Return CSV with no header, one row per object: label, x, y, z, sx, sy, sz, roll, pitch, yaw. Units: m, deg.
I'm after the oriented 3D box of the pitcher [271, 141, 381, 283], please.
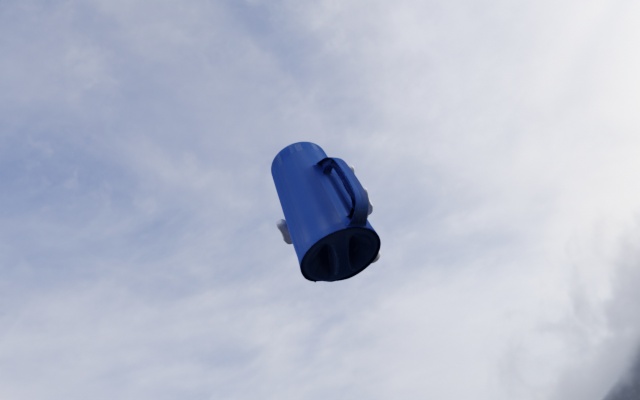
pitcher,0.000,0.003,0.806,0.149,0.242,0.145,-30,-41,5
